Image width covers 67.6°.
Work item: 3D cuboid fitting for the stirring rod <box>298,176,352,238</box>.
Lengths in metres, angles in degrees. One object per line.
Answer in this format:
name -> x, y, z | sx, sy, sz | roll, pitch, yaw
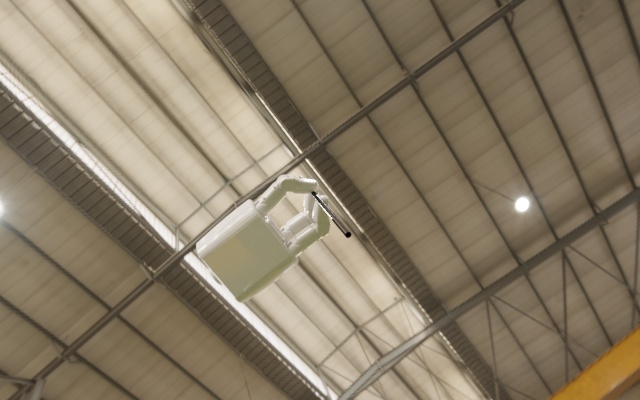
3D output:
stirring rod -> 0.000, 0.002, 0.669 | 0.011, 0.011, 0.239 | 0, 19, -17
